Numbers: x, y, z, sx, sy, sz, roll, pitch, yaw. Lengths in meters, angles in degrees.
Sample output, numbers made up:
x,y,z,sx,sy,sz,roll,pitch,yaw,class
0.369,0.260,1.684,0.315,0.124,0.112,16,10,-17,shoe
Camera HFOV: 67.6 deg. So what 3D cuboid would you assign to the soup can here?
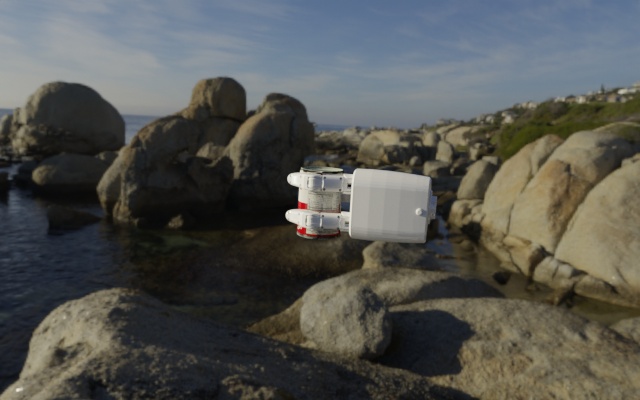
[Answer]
x,y,z,sx,sy,sz,roll,pitch,yaw,class
0.000,0.002,0.728,0.068,0.102,0.068,3,9,0,soup can
